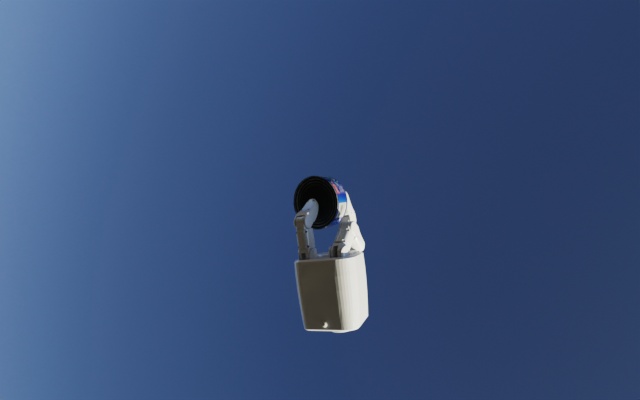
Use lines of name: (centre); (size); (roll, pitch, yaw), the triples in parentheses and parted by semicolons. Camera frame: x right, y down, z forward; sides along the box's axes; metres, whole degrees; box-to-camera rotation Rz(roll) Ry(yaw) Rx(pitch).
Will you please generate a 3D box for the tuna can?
tuna can: (0.000, 0.002, 0.771); (0.086, 0.086, 0.034); (0, 4, 34)
